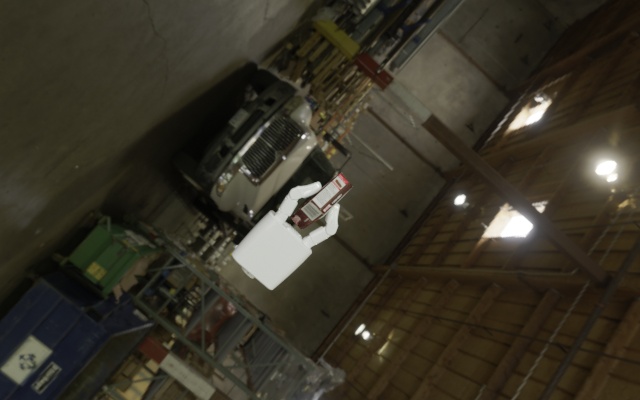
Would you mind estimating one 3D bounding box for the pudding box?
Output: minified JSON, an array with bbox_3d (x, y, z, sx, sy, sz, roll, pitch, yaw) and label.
[{"bbox_3d":[0.000,0.003,0.895,0.090,0.039,0.113,-44,5,-29],"label":"pudding box"}]
